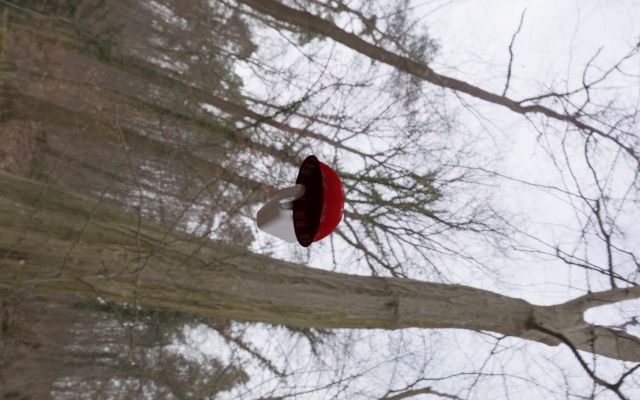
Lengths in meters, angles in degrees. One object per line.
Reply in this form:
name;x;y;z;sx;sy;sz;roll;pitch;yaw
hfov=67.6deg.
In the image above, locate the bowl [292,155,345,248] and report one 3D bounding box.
bowl;0.001;0.003;0.834;0.055;0.162;0.162;5;-2;-20
